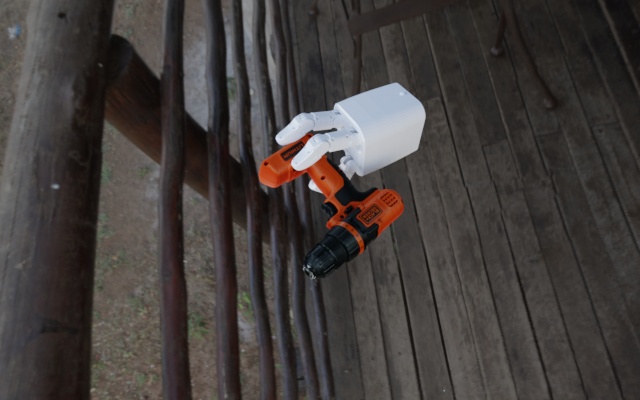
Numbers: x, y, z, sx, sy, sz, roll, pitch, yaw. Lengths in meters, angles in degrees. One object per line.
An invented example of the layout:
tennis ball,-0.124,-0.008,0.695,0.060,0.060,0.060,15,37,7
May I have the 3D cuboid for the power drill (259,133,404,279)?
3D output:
power drill,0.000,0.002,0.680,0.184,0.187,0.057,-36,-19,-31
